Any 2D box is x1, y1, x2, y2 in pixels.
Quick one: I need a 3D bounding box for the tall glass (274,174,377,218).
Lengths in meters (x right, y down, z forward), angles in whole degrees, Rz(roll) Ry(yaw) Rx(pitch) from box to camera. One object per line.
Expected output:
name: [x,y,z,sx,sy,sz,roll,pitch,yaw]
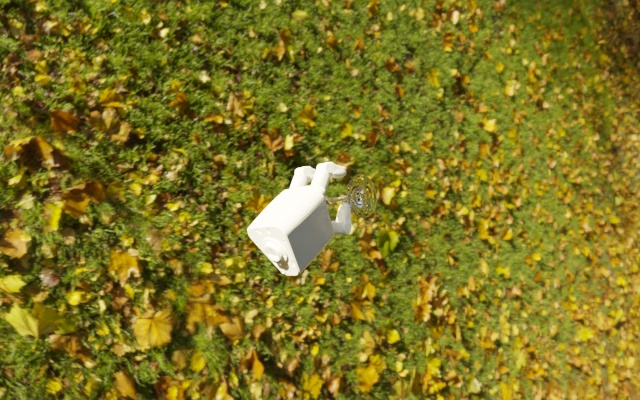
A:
tall glass: [0.001,0.003,0.862,0.079,0.079,0.201,0,-6,-45]
